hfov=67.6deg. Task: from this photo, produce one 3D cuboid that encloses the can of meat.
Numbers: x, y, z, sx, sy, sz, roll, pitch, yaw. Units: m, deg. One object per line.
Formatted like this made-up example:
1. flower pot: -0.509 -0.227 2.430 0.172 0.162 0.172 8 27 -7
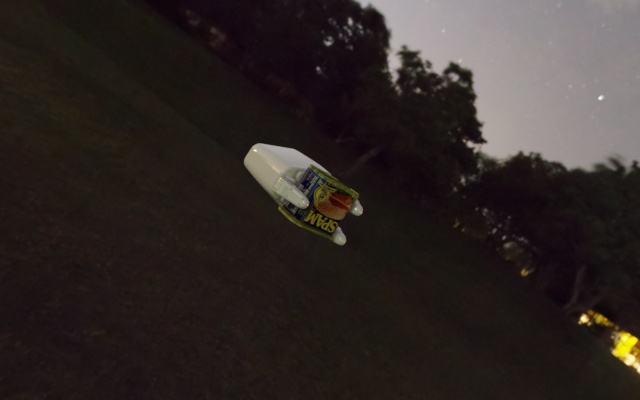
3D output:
1. can of meat: 0.000 0.002 0.735 0.102 0.084 0.057 27 10 -45
